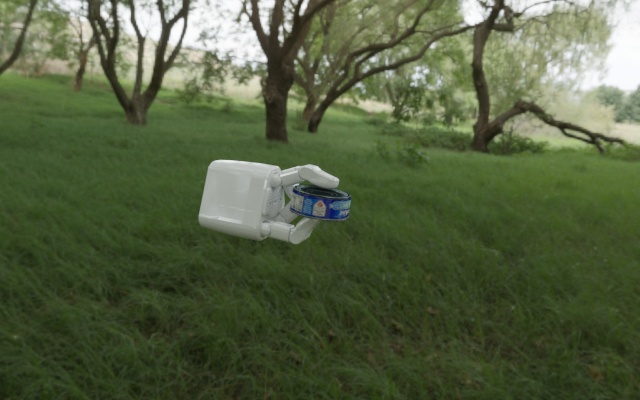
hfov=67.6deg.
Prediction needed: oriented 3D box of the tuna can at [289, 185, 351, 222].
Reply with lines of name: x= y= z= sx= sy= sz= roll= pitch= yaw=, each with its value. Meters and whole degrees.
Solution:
tuna can: x=0.000 y=0.002 z=0.680 sx=0.086 sy=0.034 sz=0.086 roll=8 pitch=11 yaw=-2
